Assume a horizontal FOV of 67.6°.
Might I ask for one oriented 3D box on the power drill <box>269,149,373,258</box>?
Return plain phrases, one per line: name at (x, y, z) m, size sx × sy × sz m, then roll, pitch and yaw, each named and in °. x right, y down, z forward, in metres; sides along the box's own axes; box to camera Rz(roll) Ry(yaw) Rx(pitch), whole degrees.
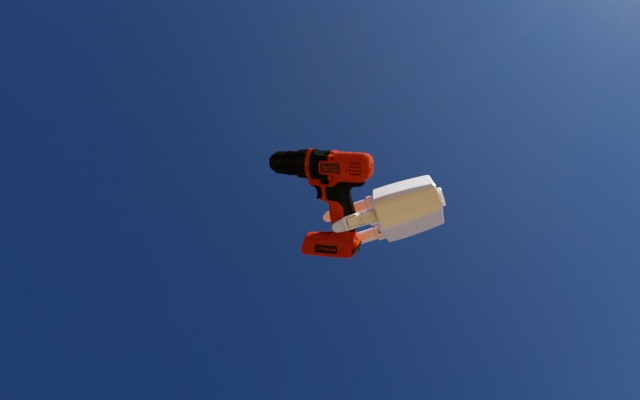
power drill at (0.000, 0.003, 0.834) m, size 0.184 × 0.188 × 0.057 m, roll 4°, pitch 20°, yaw 19°
